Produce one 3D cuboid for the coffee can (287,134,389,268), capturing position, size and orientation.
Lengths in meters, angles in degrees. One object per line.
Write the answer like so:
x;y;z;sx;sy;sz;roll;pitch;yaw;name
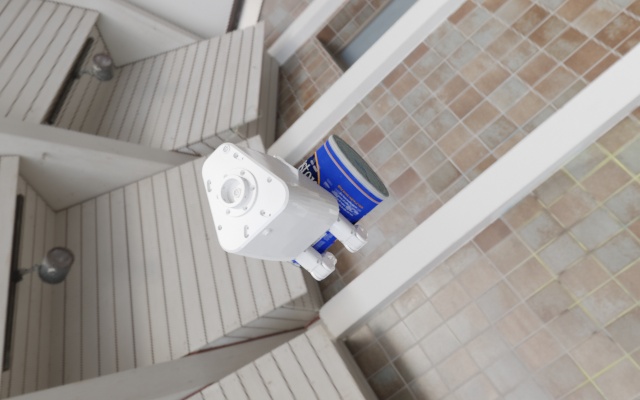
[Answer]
0.000;0.002;0.601;0.140;0.103;0.103;-42;-13;15;coffee can
